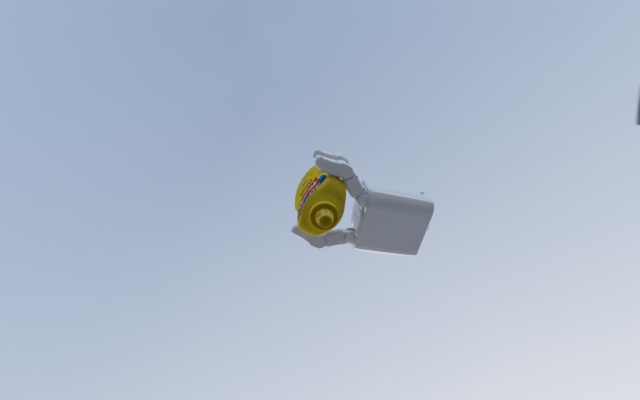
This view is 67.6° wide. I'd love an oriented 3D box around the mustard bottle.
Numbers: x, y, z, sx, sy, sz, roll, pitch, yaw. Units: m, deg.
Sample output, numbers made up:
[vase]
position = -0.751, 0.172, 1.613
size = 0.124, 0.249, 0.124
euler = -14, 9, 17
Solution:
[mustard bottle]
position = 0.000, 0.002, 0.730
size = 0.058, 0.096, 0.191
euler = 33, 11, -13
